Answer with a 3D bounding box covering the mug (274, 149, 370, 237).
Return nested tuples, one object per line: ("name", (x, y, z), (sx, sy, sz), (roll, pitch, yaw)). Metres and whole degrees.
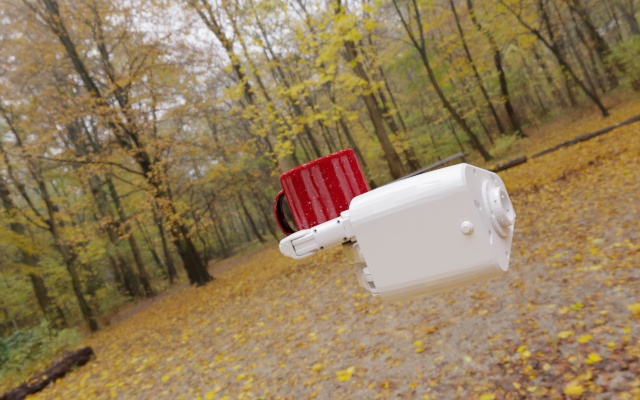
("mug", (-0.001, 0.002, 0.493), (0.117, 0.081, 0.093), (-20, 2, 34))
